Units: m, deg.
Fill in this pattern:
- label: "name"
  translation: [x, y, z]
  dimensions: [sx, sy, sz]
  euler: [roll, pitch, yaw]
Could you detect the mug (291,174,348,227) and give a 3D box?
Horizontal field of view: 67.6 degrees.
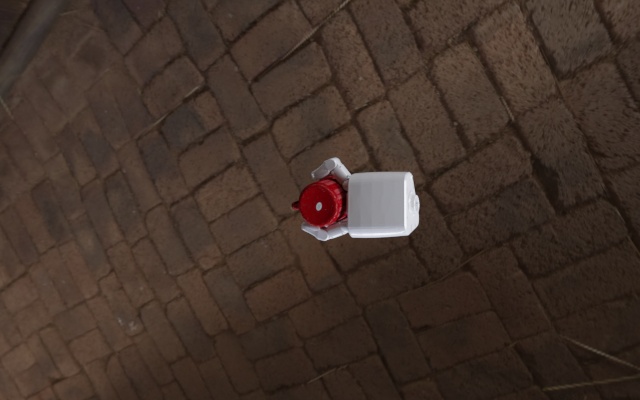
- label: "mug"
  translation: [-0.001, 0.003, 0.889]
  dimensions: [0.117, 0.093, 0.081]
  euler: [-4, 8, 25]
